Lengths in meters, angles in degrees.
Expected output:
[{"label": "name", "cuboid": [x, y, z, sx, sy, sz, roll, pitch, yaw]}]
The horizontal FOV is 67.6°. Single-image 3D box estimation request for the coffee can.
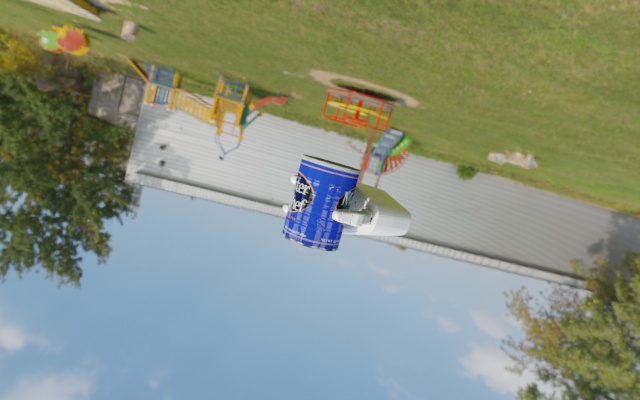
[{"label": "coffee can", "cuboid": [0.000, 0.002, 0.808, 0.103, 0.140, 0.103, 16, 7, -2]}]
